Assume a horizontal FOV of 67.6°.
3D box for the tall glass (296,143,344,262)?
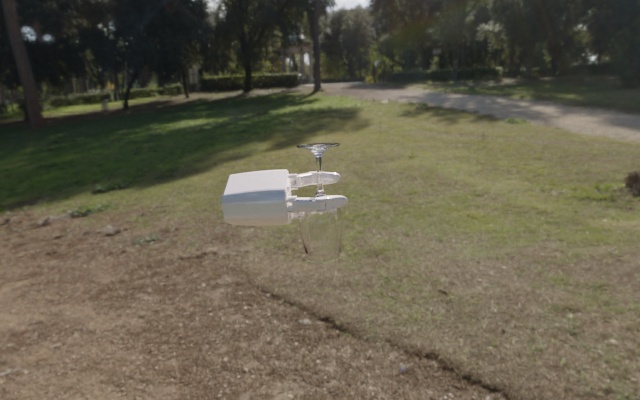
[{"bbox_3d":[0.000,0.002,0.833,0.079,0.201,0.079,-3,12,1],"label":"tall glass"}]
